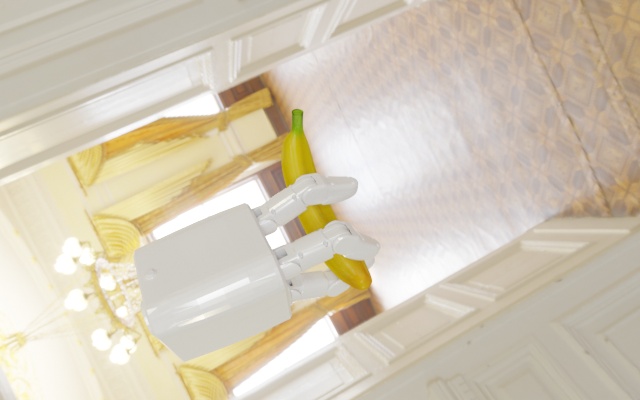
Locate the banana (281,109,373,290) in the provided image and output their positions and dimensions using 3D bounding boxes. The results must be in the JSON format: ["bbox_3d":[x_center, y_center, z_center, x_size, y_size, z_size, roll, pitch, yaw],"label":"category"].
[{"bbox_3d":[-0.003,0.007,0.480,0.037,0.197,0.070,-18,-22,-15],"label":"banana"}]
